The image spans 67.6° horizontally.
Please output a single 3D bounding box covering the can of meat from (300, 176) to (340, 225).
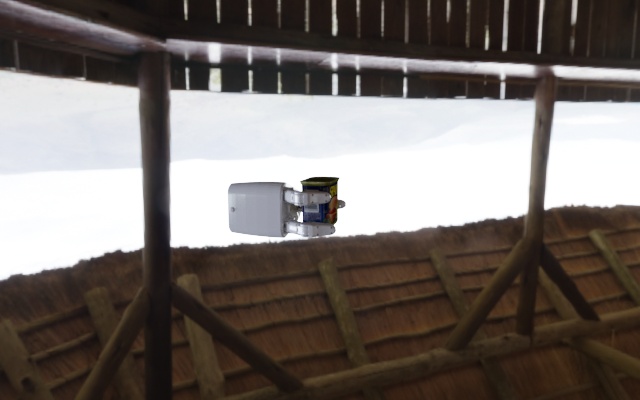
[{"bbox_3d":[0.000,0.003,0.853,0.057,0.084,0.102,2,8,14],"label":"can of meat"}]
